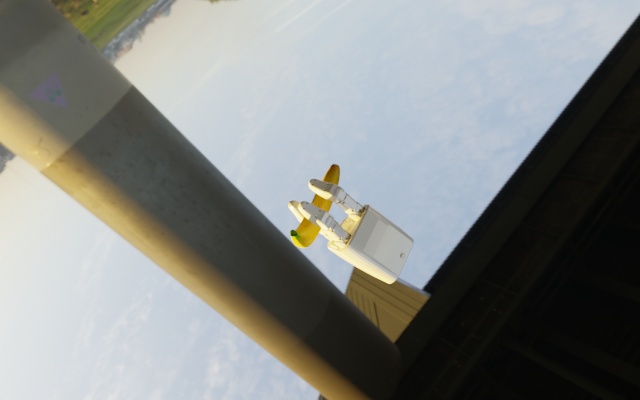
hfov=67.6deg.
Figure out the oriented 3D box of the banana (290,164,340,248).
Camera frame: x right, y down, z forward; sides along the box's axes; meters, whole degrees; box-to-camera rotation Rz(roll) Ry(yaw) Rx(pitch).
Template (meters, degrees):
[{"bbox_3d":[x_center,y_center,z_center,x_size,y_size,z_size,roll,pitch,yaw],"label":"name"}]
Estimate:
[{"bbox_3d":[-0.005,0.017,0.810,0.037,0.070,0.197,23,44,5],"label":"banana"}]
